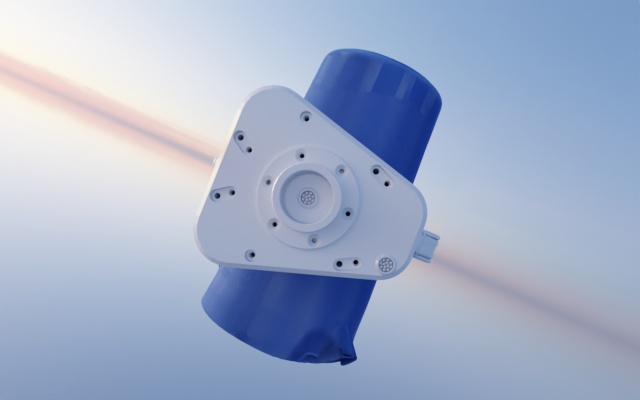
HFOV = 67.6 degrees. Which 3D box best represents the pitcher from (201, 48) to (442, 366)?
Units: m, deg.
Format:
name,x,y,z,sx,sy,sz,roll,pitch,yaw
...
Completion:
name,x,y,z,sx,sy,sz,roll,pitch,yaw
pitcher,0.000,0.001,0.412,0.149,0.243,0.145,24,0,2
